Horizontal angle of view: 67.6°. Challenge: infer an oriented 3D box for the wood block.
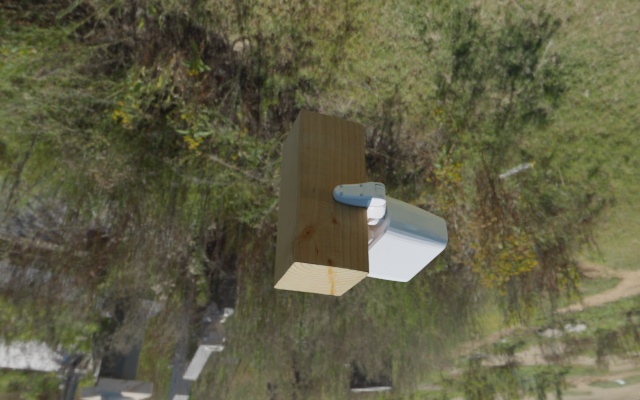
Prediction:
[{"bbox_3d":[0.001,0.002,0.598,0.090,0.206,0.091,11,-31,-18],"label":"wood block"}]
